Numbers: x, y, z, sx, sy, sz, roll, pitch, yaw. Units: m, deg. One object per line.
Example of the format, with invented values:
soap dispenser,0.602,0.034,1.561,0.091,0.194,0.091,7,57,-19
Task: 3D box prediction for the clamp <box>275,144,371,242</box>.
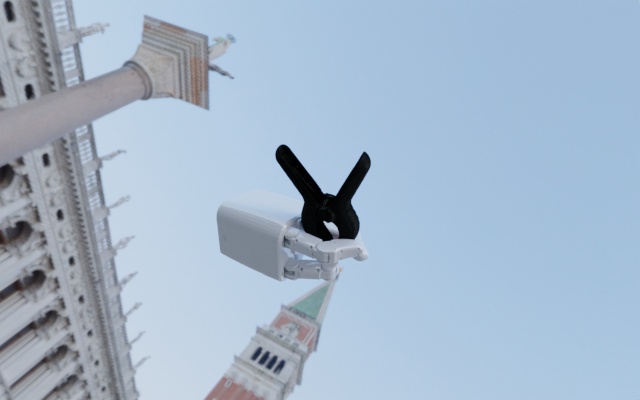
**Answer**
clamp,0.000,0.002,0.606,0.120,0.172,0.039,19,38,22
